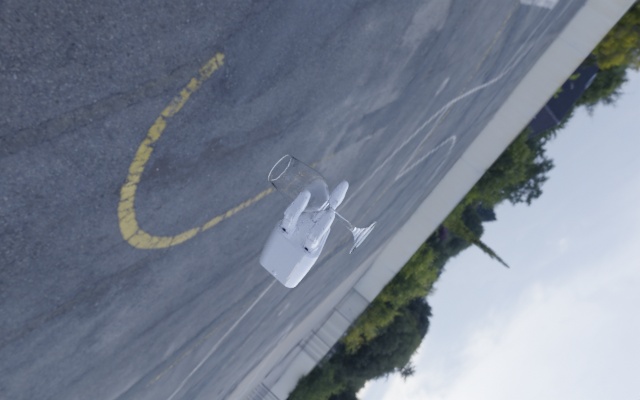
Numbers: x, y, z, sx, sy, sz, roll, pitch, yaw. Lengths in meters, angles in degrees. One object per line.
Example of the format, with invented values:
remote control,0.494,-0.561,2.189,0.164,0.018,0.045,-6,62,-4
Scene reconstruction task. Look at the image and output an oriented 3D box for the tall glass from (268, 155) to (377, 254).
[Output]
tall glass,0.001,0.003,0.854,0.201,0.079,0.079,40,9,11
